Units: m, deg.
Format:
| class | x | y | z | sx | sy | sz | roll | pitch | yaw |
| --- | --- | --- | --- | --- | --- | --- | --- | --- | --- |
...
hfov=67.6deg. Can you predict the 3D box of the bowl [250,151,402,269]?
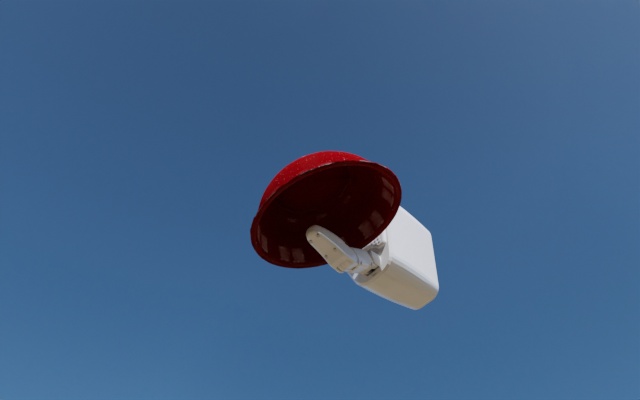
| class | x | y | z | sx | sy | sz | roll | pitch | yaw |
| --- | --- | --- | --- | --- | --- | --- | --- | --- | --- |
| bowl | -0.001 | 0.001 | 0.497 | 0.162 | 0.055 | 0.162 | -15 | -38 | -12 |
